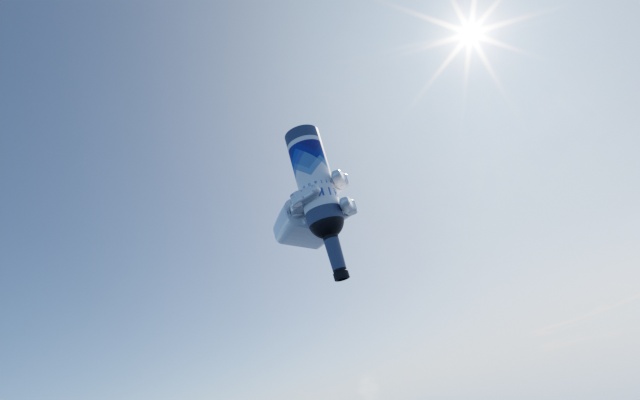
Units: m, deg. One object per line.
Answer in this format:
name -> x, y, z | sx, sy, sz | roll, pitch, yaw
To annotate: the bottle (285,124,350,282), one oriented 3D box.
bottle -> 0.000, 0.003, 0.866 | 0.069, 0.295, 0.069 | -14, -22, -6
